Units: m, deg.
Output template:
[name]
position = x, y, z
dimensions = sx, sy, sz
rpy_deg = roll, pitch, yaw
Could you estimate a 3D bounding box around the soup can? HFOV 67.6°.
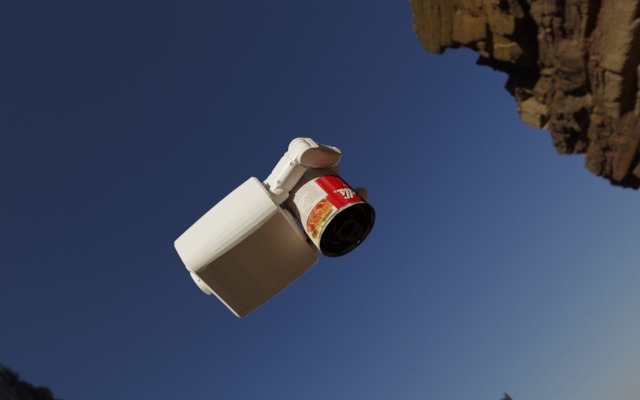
[soup can]
position = 0.000, 0.001, 0.500
dimensions = 0.068, 0.068, 0.102
rpy_deg = 0, 34, -41
